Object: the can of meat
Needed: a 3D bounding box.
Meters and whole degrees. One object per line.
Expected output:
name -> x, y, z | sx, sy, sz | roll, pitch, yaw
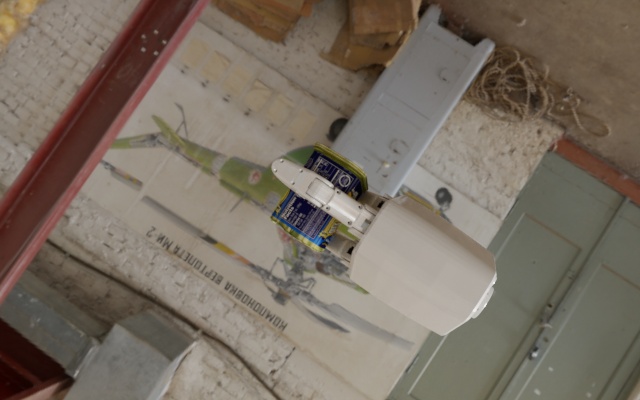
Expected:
can of meat -> 0.000, 0.002, 0.467 | 0.057, 0.084, 0.102 | 33, -4, 10
